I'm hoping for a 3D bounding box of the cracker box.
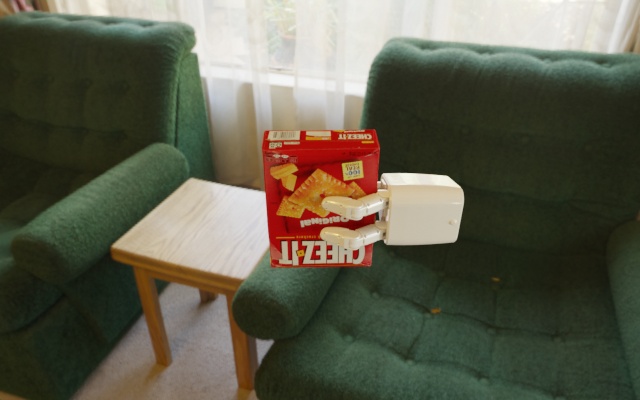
[{"bbox_3d":[0.000,0.002,0.724,0.164,0.214,0.072,0,32,0],"label":"cracker box"}]
